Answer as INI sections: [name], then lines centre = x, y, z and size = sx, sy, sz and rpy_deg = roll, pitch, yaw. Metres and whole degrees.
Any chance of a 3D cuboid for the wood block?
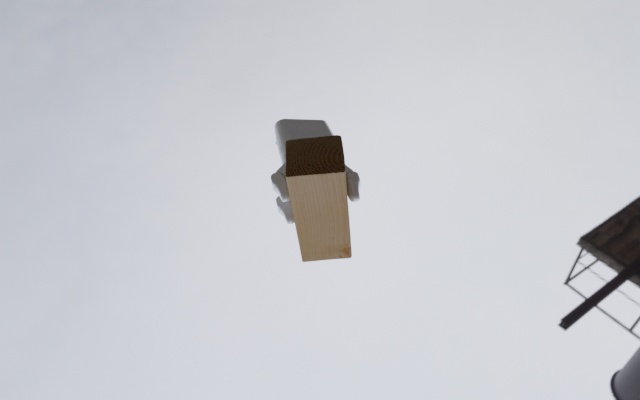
[wood block]
centre = 0.000, 0.002, 0.798
size = 0.091, 0.090, 0.206
rpy_deg = -6, -44, 2
